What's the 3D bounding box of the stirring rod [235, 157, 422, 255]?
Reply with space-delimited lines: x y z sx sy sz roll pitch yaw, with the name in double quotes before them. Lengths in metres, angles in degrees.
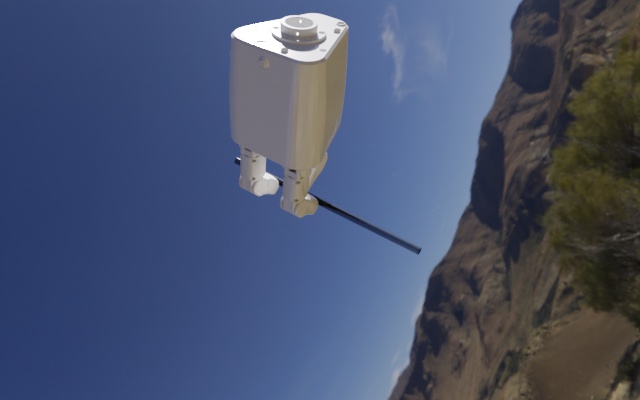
"stirring rod" 0.000 0.002 0.526 0.239 0.011 0.011 26 10 22
